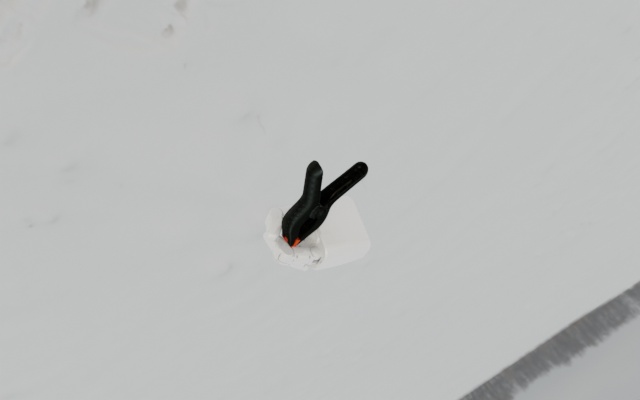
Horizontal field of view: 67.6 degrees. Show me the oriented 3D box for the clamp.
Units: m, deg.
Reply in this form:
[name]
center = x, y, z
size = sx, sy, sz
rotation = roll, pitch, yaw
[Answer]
[clamp]
center = 0.000, 0.003, 0.714
size = 0.120, 0.039, 0.171
rotation = -6, -38, -38
